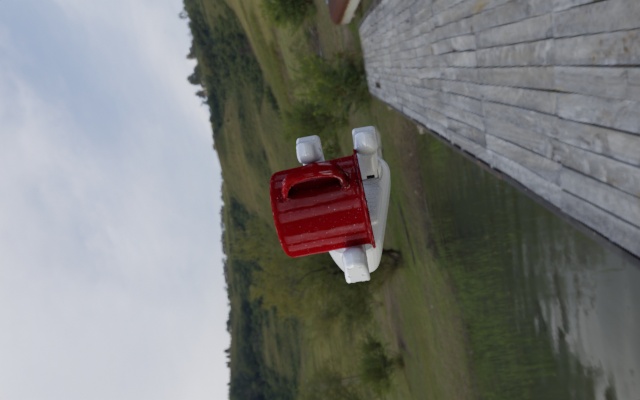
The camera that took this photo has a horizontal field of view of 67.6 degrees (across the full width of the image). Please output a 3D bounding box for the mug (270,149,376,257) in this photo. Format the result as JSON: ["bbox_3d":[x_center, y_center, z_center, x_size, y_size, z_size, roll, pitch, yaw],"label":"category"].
[{"bbox_3d":[0.000,0.001,0.429,0.081,0.093,0.117,-12,-24,5],"label":"mug"}]
